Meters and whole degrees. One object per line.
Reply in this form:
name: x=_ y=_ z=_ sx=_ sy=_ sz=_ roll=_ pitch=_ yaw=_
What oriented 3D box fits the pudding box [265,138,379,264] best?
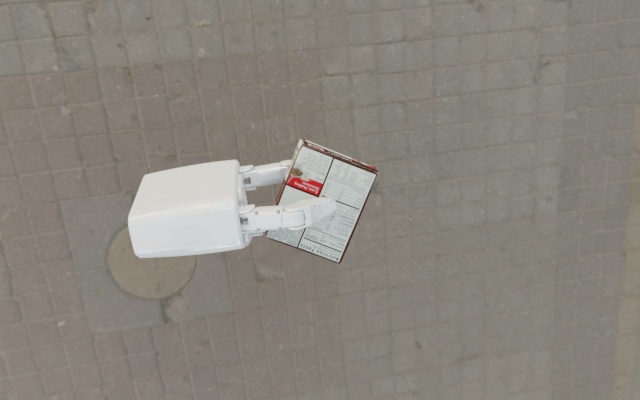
pudding box: x=0.000 y=0.002 z=0.516 sx=0.090 sy=0.113 sz=0.039 roll=21 pitch=13 yaw=-8
